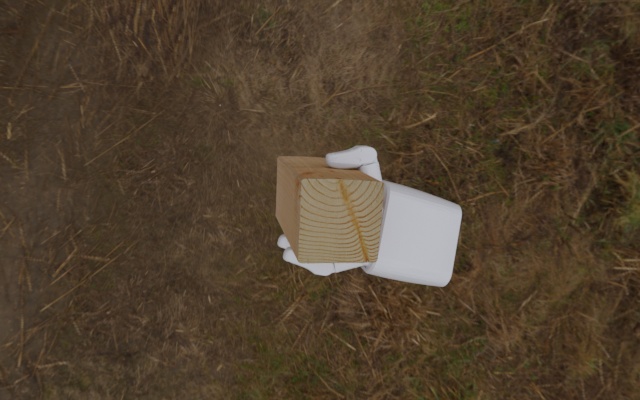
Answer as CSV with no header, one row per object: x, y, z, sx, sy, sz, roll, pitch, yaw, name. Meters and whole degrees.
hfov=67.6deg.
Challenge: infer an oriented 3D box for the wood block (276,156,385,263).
0.001,0.002,0.590,0.090,0.091,0.206,1,11,-12,wood block
